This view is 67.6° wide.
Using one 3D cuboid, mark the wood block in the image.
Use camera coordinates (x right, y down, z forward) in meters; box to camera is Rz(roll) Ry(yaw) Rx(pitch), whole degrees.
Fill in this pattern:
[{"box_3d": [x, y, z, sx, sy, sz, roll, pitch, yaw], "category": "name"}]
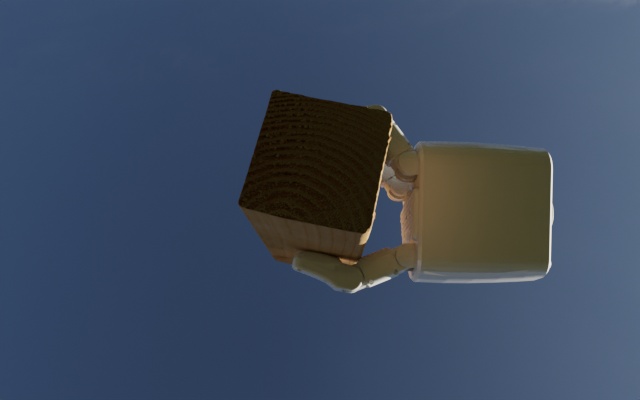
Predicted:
[{"box_3d": [0.000, 0.002, 0.417, 0.090, 0.090, 0.206, 12, -16, 5], "category": "wood block"}]
